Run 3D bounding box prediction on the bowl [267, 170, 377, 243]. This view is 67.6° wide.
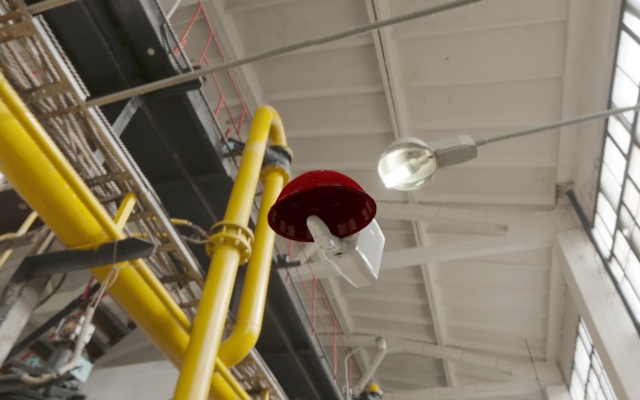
[{"bbox_3d":[0.000,0.001,0.711,0.162,0.055,0.162,-5,-32,-3],"label":"bowl"}]
